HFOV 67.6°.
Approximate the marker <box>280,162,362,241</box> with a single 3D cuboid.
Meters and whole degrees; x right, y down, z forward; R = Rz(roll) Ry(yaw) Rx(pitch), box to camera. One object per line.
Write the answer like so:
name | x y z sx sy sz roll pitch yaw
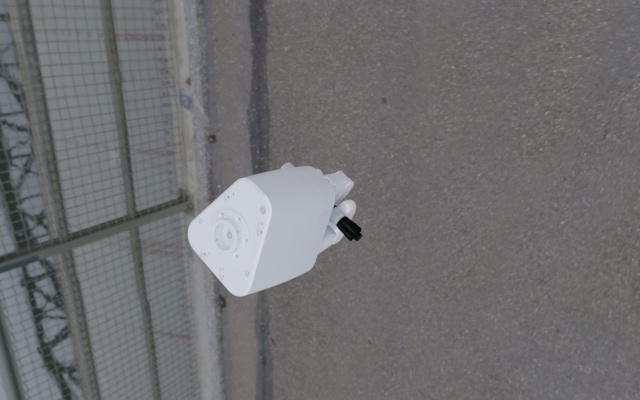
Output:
marker | 0.000 0.002 0.530 0.121 0.020 0.020 43 17 20
